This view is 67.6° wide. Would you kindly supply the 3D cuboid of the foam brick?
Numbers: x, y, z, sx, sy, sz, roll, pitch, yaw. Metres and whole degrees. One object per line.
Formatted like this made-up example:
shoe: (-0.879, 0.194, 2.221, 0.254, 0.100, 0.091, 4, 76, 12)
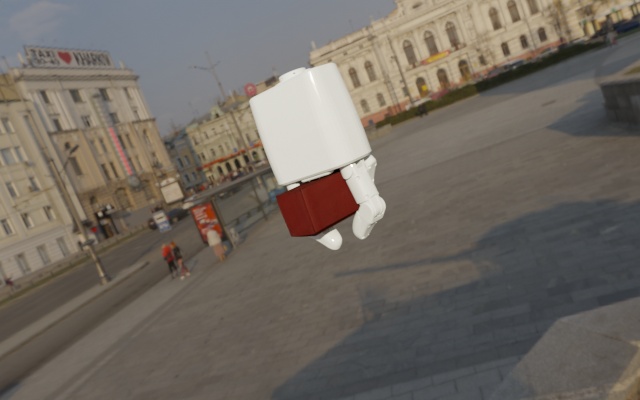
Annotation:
foam brick: (0.000, 0.002, 0.531, 0.078, 0.051, 0.053, -27, 10, -35)
